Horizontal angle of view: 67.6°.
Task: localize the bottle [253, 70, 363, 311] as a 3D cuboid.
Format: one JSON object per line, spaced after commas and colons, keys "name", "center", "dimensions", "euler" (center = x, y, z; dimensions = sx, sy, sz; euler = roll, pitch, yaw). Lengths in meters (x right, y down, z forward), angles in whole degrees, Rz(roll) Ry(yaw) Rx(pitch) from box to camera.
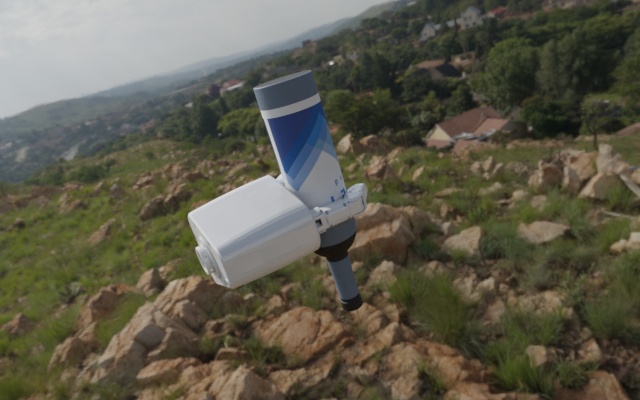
{"name": "bottle", "center": [0.000, 0.002, 0.564], "dimensions": [0.069, 0.296, 0.069], "euler": [-15, 19, 6]}
